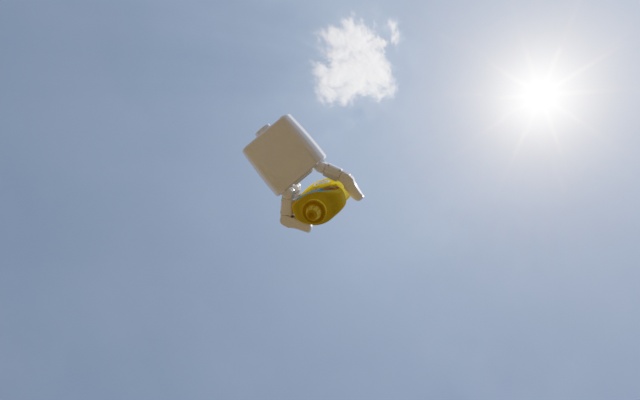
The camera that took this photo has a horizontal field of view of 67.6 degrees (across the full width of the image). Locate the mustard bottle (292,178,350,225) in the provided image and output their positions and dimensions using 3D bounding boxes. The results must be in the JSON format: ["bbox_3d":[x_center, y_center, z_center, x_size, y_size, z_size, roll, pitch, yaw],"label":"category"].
[{"bbox_3d":[0.000,0.003,0.861,0.096,0.058,0.191,-13,9,11],"label":"mustard bottle"}]
